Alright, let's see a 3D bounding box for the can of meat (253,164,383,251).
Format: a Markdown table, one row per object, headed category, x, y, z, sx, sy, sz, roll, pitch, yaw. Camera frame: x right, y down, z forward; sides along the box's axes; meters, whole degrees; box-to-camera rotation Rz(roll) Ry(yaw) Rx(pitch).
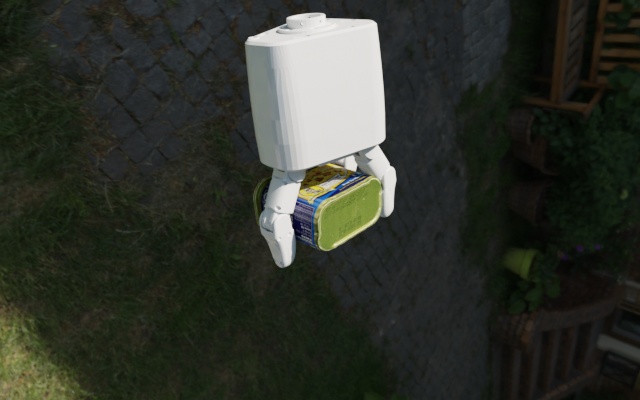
| category | x | y | z | sx | sy | sz | roll | pitch | yaw |
| --- | --- | --- | --- | --- | --- | --- | --- | --- | --- |
| can of meat | 0.000 | 0.002 | 0.474 | 0.084 | 0.057 | 0.102 | 19 | 34 | 39 |
